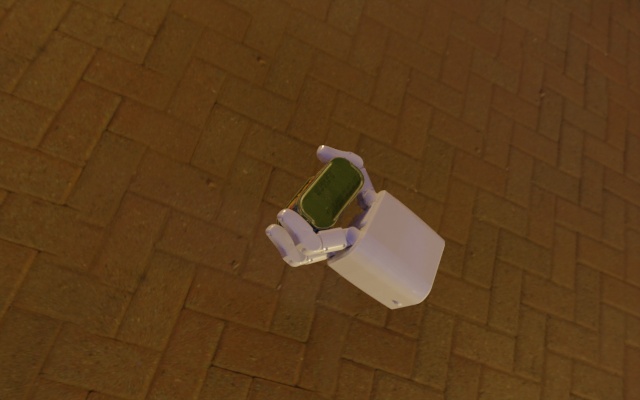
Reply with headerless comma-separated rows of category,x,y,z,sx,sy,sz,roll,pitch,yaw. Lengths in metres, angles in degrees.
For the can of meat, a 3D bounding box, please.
can of meat,0.000,0.002,0.589,0.057,0.102,0.084,41,-27,-4
